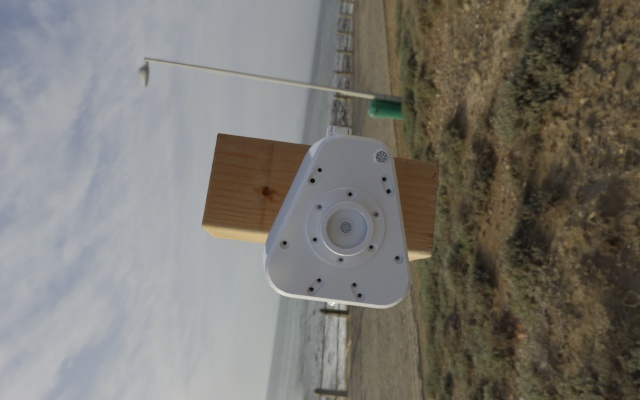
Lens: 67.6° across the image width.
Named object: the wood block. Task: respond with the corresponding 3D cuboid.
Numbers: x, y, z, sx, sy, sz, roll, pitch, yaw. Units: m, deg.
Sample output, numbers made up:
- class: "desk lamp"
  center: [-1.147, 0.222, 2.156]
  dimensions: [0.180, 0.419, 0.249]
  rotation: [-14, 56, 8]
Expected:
- class: "wood block"
  center: [0.000, 0.001, 0.471]
  dimensions: [0.206, 0.091, 0.090]
  rotation: [8, -11, -3]
